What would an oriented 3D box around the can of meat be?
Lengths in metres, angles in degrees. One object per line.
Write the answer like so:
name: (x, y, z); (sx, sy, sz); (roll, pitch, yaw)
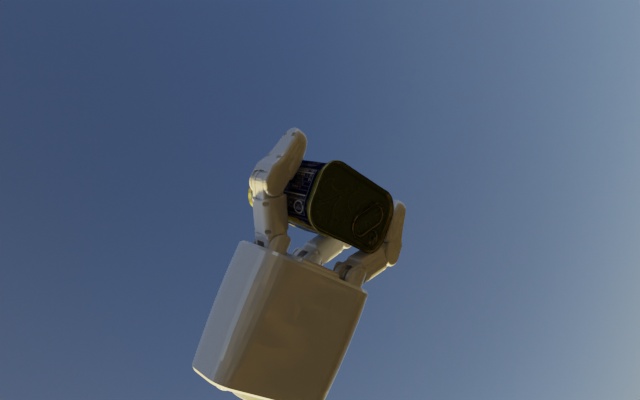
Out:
can of meat: (0.000, 0.001, 0.418); (0.084, 0.057, 0.102); (12, -11, 44)
